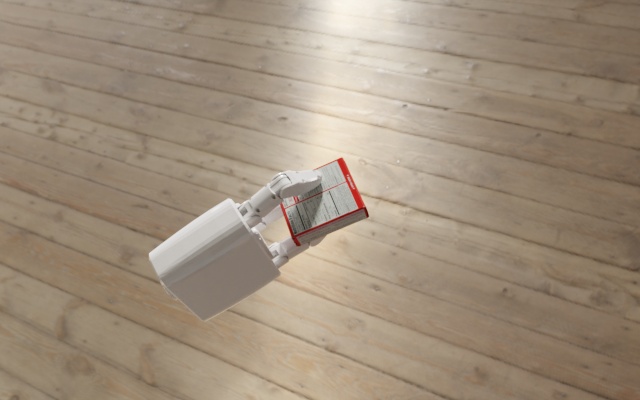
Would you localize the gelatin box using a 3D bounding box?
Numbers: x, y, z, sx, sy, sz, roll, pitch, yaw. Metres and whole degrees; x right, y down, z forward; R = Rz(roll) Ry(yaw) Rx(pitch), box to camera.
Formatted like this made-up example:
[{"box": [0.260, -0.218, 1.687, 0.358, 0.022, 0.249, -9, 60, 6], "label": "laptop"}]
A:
[{"box": [0.000, 0.001, 0.542, 0.089, 0.073, 0.030, -24, -31, 3], "label": "gelatin box"}]
